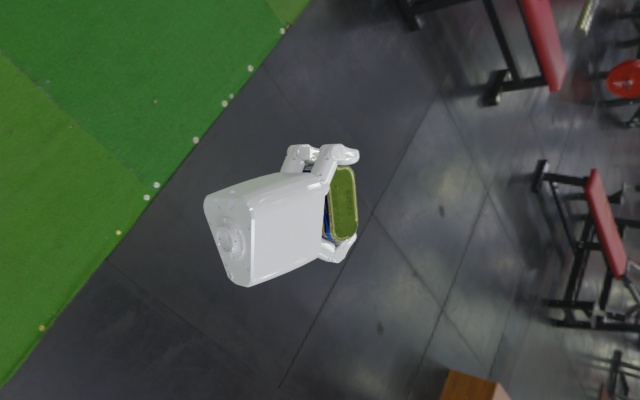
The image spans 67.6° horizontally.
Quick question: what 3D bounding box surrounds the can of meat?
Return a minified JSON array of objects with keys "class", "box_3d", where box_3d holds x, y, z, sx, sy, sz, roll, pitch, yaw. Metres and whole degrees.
[{"class":"can of meat","box_3d":[0.000,0.002,0.632,0.084,0.102,0.057,3,13,44]}]
